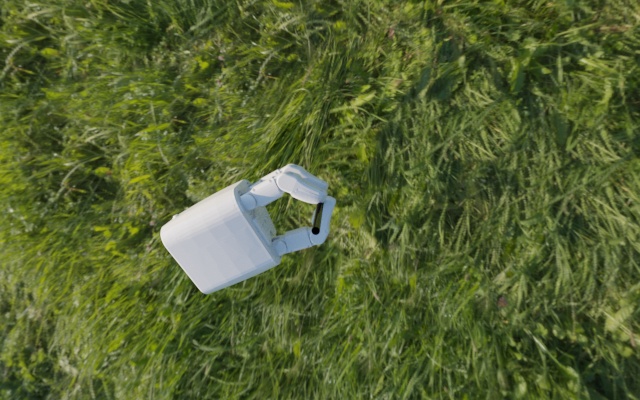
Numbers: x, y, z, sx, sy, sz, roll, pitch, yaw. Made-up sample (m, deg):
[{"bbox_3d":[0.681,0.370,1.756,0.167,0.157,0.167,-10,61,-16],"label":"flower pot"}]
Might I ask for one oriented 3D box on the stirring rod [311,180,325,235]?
[{"bbox_3d":[0.000,0.002,0.564,0.011,0.011,0.239,0,13,2],"label":"stirring rod"}]
